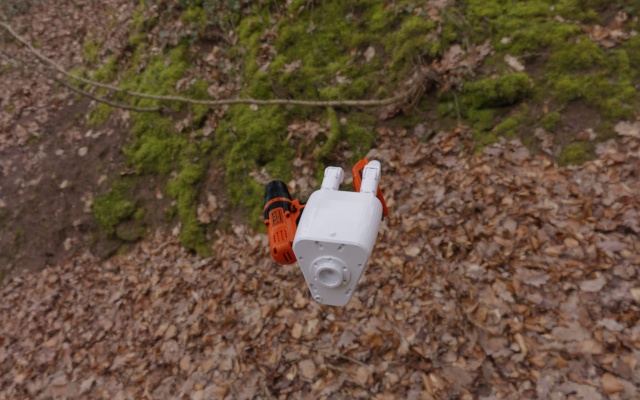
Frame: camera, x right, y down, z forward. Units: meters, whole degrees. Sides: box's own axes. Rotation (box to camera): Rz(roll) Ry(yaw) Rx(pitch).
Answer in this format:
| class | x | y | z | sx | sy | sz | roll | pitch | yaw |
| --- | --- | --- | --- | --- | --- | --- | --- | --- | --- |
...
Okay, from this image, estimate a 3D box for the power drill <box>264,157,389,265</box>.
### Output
| class | x | y | z | sx | sy | sz | roll | pitch | yaw |
| --- | --- | --- | --- | --- | --- | --- | --- | --- | --- |
| power drill | 0.001 | 0.002 | 0.745 | 0.187 | 0.057 | 0.184 | -23 | 39 | 6 |
